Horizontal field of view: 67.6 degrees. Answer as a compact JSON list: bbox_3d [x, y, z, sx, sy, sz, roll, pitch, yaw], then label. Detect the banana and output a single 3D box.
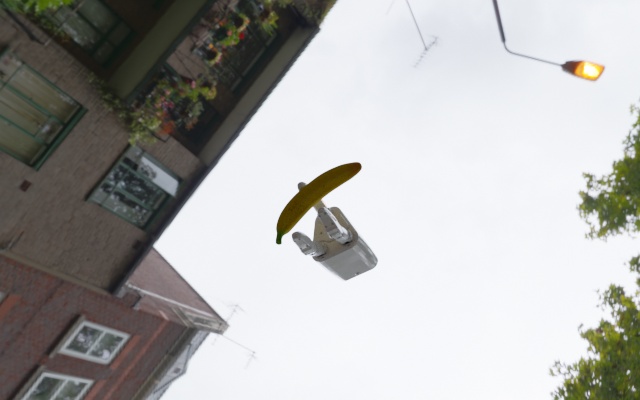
[{"bbox_3d":[-0.011,-0.003,0.833,0.037,0.198,0.069,47,-3,-41],"label":"banana"}]
